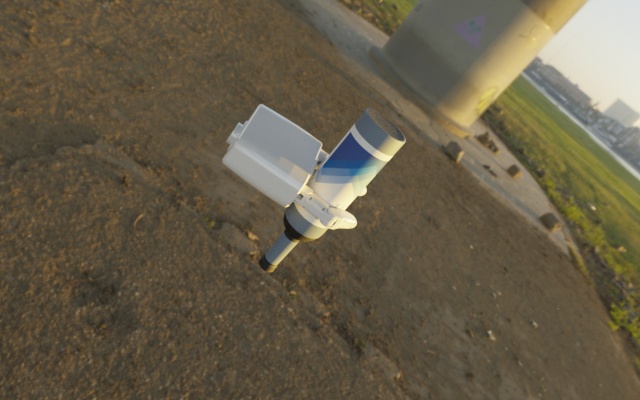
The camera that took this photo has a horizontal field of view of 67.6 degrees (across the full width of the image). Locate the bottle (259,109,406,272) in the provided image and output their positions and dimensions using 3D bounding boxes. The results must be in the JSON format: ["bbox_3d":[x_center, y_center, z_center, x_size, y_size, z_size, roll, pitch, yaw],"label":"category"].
[{"bbox_3d":[0.000,0.002,0.687,0.069,0.069,0.296,0,-43,-53],"label":"bottle"}]
